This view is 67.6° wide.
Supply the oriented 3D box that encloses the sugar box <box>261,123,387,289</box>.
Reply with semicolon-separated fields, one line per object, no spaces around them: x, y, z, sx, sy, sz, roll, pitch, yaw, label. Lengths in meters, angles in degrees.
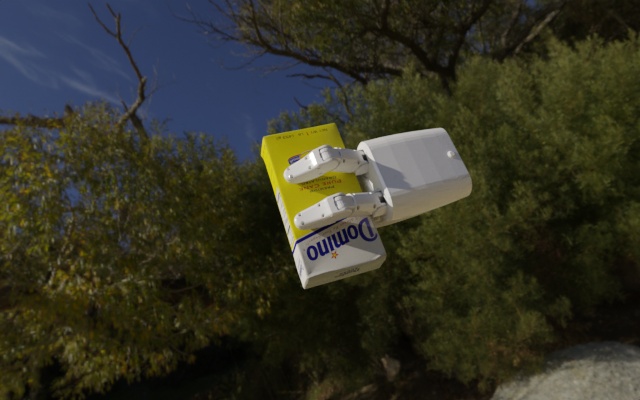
0.000;0.001;0.541;0.093;0.176;0.048;-14;-25;-15;sugar box
